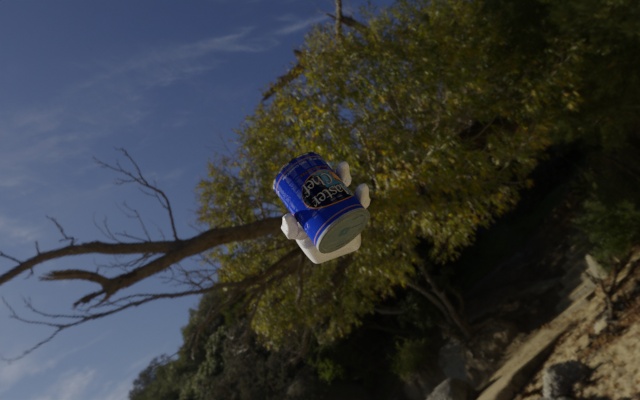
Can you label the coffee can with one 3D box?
[{"bbox_3d":[0.000,0.003,0.796,0.103,0.140,0.103,-30,-27,-17],"label":"coffee can"}]
